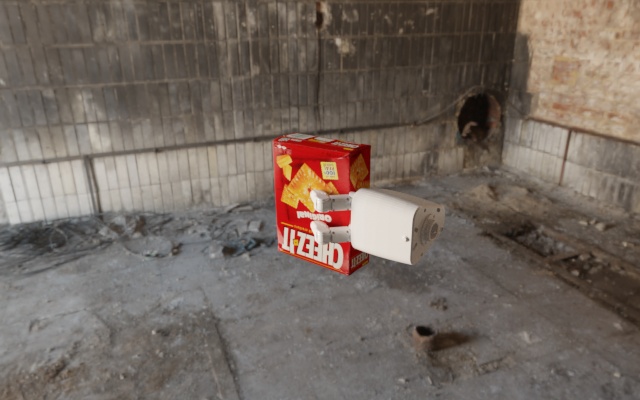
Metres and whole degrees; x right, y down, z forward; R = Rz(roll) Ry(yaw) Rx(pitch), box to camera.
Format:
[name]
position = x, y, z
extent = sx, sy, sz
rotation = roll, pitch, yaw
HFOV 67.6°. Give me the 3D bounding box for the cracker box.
[cracker box]
position = 0.000, 0.002, 0.817
extent = 0.164, 0.214, 0.072
rotation = 15, 26, 35
